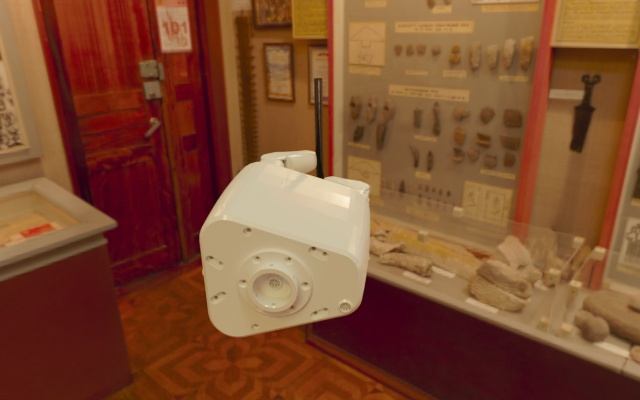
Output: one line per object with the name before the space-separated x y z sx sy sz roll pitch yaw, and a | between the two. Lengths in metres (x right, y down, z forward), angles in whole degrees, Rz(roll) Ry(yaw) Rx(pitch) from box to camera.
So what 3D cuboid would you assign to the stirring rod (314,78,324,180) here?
stirring rod | 0.000 0.002 0.477 0.011 0.240 0.011 -1 21 0
